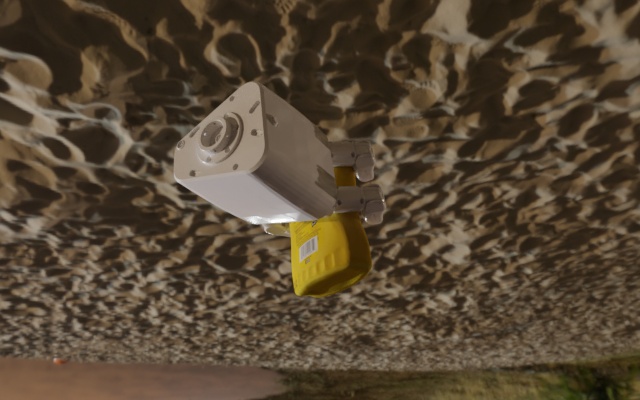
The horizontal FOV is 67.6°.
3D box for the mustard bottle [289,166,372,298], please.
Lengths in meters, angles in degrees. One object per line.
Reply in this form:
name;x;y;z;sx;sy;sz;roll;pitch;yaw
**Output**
mustard bottle;0.000;0.002;0.525;0.058;0.191;0.096;12;-35;-33
